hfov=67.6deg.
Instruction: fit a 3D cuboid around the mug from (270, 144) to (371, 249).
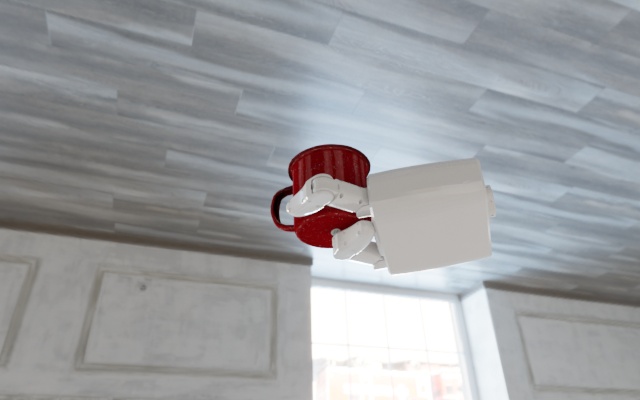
[{"bbox_3d":[-0.001,0.002,0.517,0.117,0.081,0.093,-12,-33,14],"label":"mug"}]
